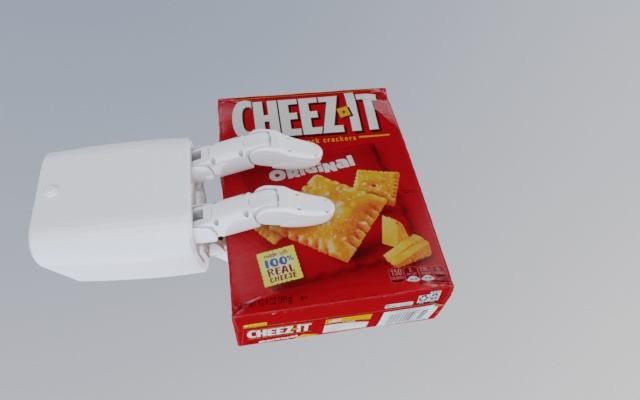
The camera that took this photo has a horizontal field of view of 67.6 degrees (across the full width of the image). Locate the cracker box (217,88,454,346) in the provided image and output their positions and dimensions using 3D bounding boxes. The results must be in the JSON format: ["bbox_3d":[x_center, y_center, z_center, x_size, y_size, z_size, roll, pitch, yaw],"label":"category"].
[{"bbox_3d":[0.000,0.002,0.411,0.164,0.213,0.072,-6,-33,-9],"label":"cracker box"}]
